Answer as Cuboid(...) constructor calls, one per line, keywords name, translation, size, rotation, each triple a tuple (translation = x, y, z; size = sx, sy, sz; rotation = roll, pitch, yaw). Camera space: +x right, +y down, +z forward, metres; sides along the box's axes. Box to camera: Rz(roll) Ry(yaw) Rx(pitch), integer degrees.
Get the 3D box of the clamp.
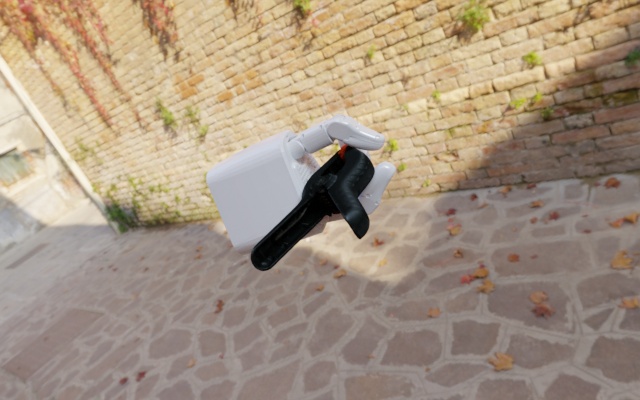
Cuboid(name="clamp", translation=(0.000, 0.001, 0.455), size=(0.120, 0.039, 0.171), rotation=(-20, 22, 22))
